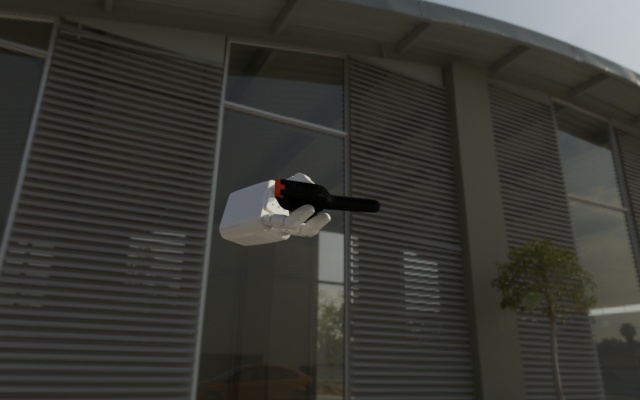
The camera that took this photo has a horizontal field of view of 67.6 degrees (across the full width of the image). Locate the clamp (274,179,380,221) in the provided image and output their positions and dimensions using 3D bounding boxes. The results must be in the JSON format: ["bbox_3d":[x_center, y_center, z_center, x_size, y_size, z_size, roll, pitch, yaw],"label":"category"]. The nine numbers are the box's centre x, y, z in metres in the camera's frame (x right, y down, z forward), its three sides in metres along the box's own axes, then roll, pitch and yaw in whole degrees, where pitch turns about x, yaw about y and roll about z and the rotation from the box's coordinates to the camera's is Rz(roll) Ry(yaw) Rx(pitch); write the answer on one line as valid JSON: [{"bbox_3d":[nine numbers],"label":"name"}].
[{"bbox_3d":[0.000,0.002,0.871,0.164,0.036,0.210,-15,-25,29],"label":"clamp"}]
